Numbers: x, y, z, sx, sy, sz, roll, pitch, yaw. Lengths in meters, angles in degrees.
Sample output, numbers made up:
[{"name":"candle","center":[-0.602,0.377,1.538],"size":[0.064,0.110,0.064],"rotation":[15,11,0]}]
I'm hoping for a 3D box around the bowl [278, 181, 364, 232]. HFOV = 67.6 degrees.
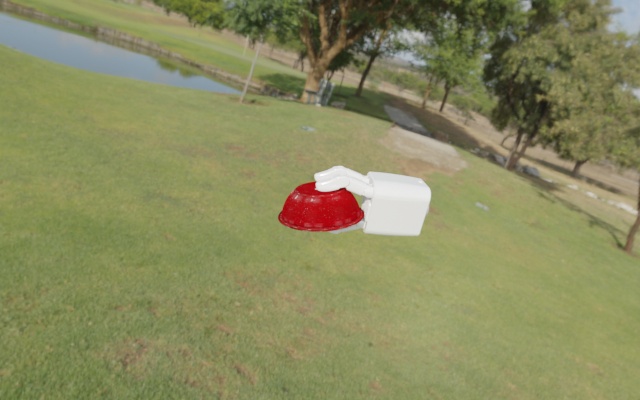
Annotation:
[{"name":"bowl","center":[-0.001,0.003,0.880],"size":[0.162,0.055,0.162],"rotation":[-3,19,1]}]
